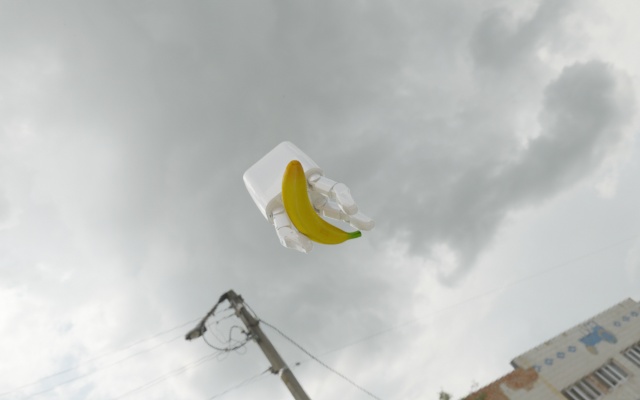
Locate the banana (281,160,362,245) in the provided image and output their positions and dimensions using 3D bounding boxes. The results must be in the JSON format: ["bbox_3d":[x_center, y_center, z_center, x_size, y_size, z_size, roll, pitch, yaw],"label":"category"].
[{"bbox_3d":[-0.012,0.016,0.694,0.198,0.069,0.037,47,3,-45],"label":"banana"}]
